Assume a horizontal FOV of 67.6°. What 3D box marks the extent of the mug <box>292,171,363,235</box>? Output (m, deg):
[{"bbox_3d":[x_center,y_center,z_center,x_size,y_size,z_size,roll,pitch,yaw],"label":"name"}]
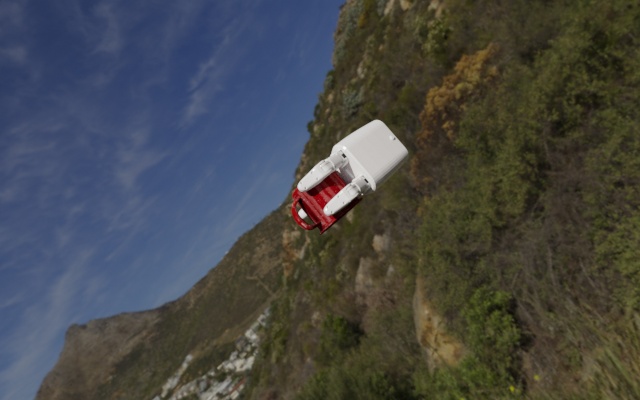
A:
[{"bbox_3d":[-0.001,0.003,0.777,0.117,0.081,0.093,-38,-6,-33],"label":"mug"}]
